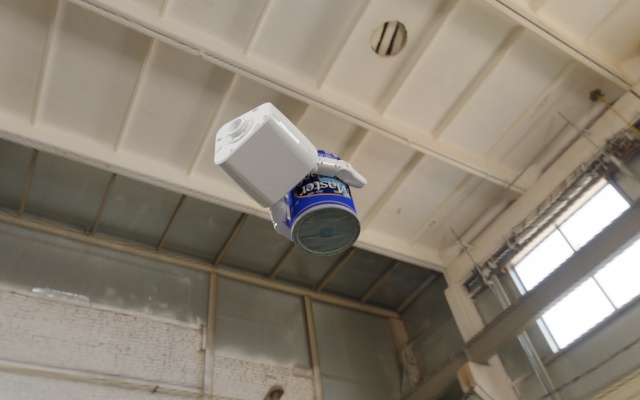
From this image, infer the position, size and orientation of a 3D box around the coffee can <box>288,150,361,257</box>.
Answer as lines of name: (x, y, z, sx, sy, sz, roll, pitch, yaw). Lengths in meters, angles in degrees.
coffee can: (0.000, 0.003, 0.749, 0.103, 0.103, 0.140, 0, 41, -10)
